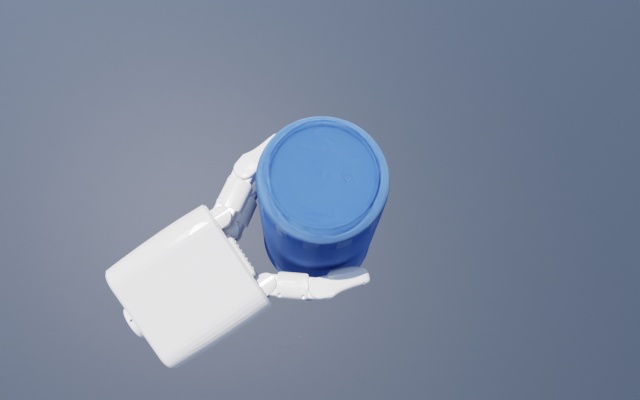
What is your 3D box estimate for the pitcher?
[{"bbox_3d":[0.000,0.002,0.490,0.145,0.149,0.243,-32,-12,-10],"label":"pitcher"}]
